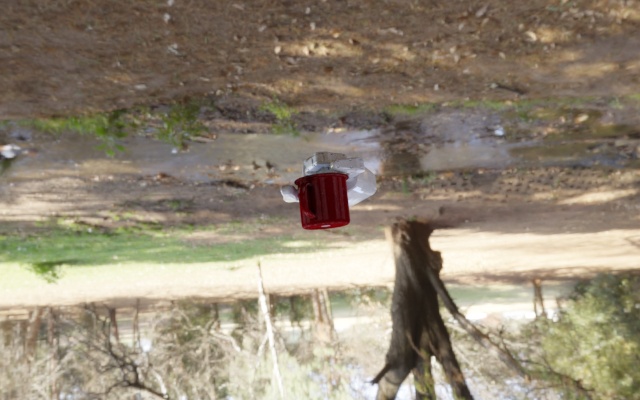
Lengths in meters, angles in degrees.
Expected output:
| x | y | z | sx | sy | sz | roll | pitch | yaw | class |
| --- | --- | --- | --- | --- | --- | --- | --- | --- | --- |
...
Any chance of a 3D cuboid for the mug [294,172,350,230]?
| x | y | z | sx | sy | sz | roll | pitch | yaw | class |
| --- | --- | --- | --- | --- | --- | --- | --- | --- | --- |
| 0.000 | 0.003 | 0.785 | 0.093 | 0.081 | 0.117 | -11 | -11 | 26 | mug |
